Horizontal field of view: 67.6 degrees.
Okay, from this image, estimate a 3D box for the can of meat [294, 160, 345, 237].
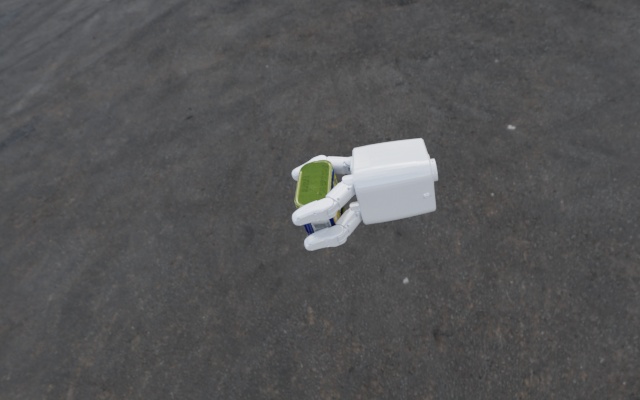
[{"bbox_3d":[0.000,0.002,0.710,0.057,0.102,0.084,-7,-45,12],"label":"can of meat"}]
